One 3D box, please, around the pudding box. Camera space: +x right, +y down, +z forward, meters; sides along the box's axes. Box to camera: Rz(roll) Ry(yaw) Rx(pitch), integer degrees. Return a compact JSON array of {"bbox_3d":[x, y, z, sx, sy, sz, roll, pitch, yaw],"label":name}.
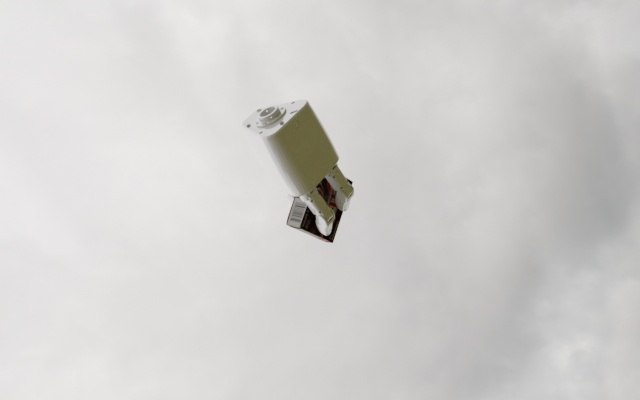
[{"bbox_3d":[0.000,0.002,0.774,0.039,0.113,0.090,13,-10,42],"label":"pudding box"}]
